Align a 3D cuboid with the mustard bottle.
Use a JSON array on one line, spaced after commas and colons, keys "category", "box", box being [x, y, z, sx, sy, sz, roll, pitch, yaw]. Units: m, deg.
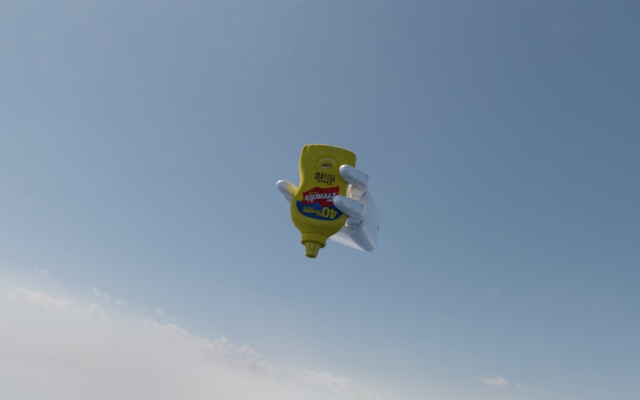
[{"category": "mustard bottle", "box": [0.000, 0.002, 0.792, 0.096, 0.191, 0.058, 11, -23, -1]}]
